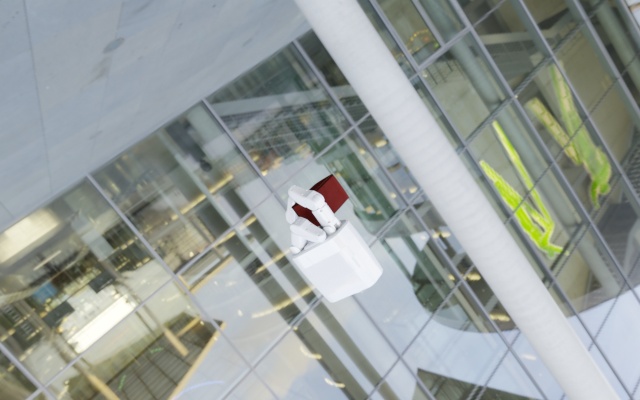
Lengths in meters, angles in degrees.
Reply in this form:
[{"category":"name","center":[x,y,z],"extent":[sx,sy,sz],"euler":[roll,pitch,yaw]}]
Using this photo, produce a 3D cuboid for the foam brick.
[{"category":"foam brick","center":[0.000,0.002,0.807],"extent":[0.053,0.051,0.078],"euler":[-27,14,51]}]
